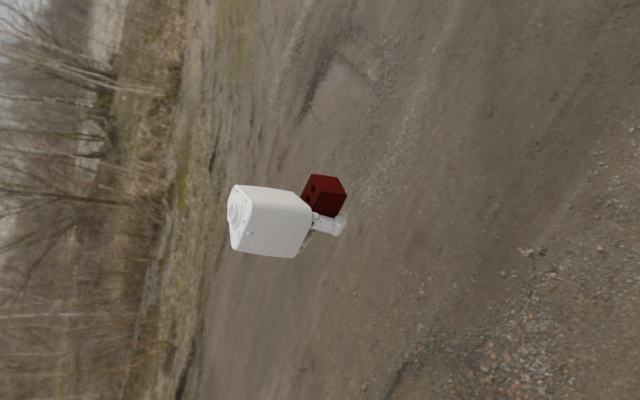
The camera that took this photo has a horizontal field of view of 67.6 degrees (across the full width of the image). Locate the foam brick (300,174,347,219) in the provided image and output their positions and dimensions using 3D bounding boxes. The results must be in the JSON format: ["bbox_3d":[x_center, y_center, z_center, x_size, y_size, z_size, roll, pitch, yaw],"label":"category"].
[{"bbox_3d":[0.000,0.002,0.798,0.051,0.078,0.053,10,32,-29],"label":"foam brick"}]
